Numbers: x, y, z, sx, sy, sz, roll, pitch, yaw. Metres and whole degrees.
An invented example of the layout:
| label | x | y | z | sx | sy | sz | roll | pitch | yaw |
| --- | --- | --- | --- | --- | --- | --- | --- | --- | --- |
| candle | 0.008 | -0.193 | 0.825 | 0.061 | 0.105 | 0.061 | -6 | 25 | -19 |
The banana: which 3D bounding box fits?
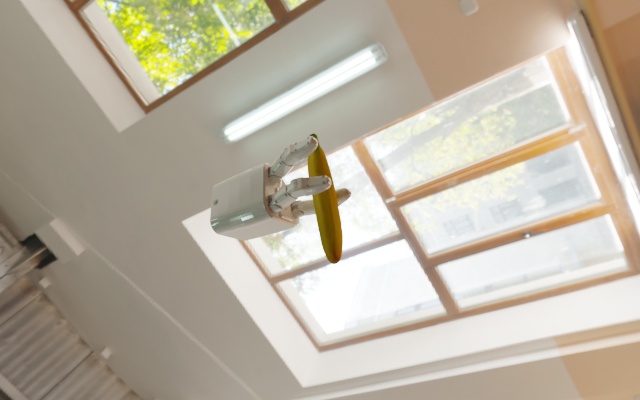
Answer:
| label | x | y | z | sx | sy | sz | roll | pitch | yaw |
| --- | --- | --- | --- | --- | --- | --- | --- | --- | --- |
| banana | 0.005 | 0.002 | 0.726 | 0.037 | 0.197 | 0.069 | -15 | -13 | 13 |
